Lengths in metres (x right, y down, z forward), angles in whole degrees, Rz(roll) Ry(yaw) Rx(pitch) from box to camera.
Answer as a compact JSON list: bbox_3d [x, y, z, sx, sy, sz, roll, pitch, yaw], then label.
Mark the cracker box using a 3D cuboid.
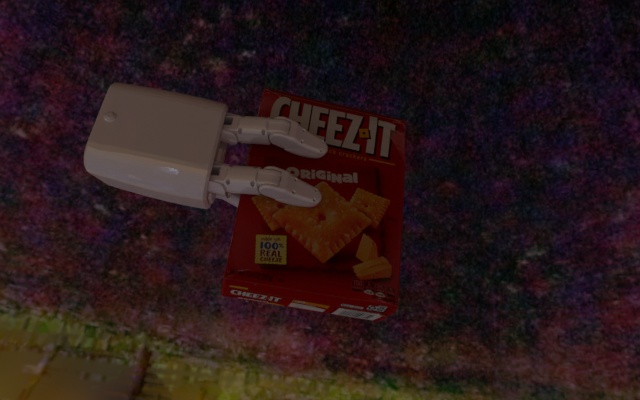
[{"bbox_3d":[0.000,0.002,0.491,0.164,0.213,0.072,12,-26,-8],"label":"cracker box"}]
